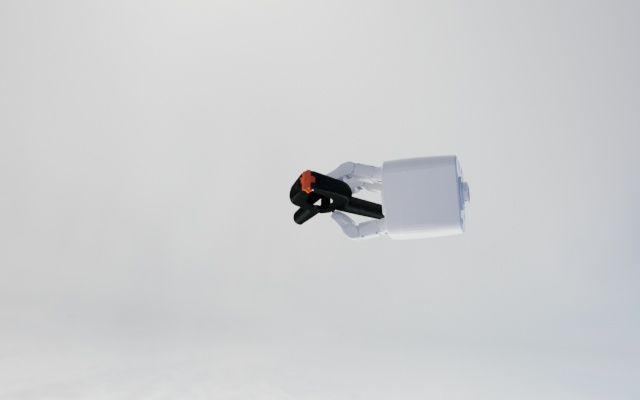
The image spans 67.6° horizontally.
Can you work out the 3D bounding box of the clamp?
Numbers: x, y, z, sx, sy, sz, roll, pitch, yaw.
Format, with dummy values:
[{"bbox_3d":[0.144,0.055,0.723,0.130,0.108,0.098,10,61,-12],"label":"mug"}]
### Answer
[{"bbox_3d":[0.000,0.003,0.750,0.164,0.036,0.210,-8,-19,21],"label":"clamp"}]
